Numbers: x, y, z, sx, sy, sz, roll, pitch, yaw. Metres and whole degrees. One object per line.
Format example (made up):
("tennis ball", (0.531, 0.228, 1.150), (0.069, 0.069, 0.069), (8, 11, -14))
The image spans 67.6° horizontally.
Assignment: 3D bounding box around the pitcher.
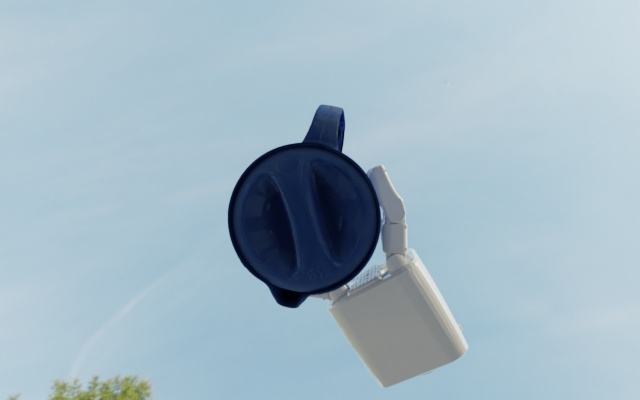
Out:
("pitcher", (0.000, 0.002, 0.521), (0.149, 0.145, 0.243), (-34, -1, 6))
